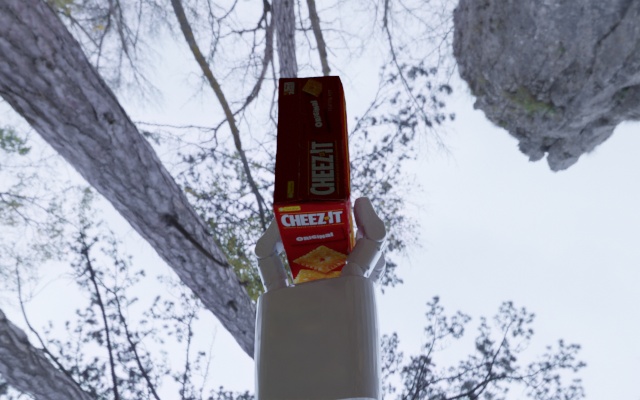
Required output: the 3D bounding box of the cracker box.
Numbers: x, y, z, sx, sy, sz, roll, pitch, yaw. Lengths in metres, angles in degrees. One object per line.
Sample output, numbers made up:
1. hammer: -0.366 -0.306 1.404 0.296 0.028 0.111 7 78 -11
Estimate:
1. cracker box: 0.000 0.002 0.514 0.072 0.164 0.214 -4 -37 2
